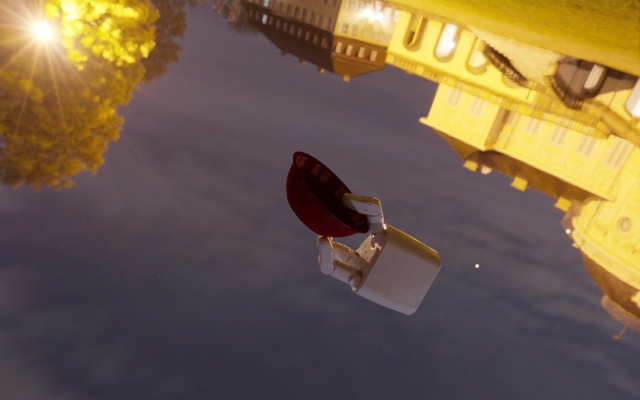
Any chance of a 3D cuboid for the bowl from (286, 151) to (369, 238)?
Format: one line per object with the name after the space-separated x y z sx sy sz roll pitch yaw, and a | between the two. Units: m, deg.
-0.001 0.002 0.724 0.055 0.162 0.162 -42 -16 18 | bowl
